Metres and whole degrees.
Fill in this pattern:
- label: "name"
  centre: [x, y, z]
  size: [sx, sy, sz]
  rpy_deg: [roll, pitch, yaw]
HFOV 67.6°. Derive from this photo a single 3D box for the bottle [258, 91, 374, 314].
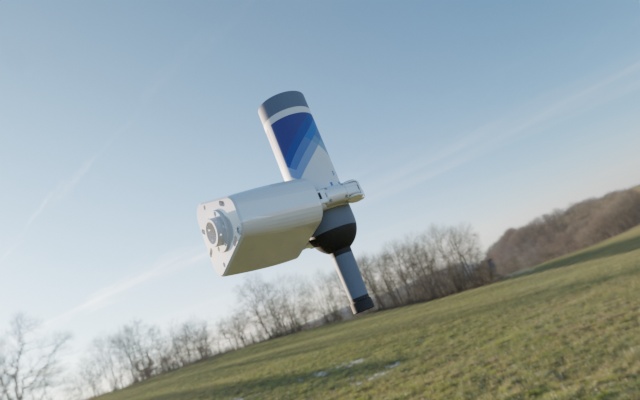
- label: "bottle"
  centre: [0.000, 0.002, 0.617]
  size: [0.069, 0.295, 0.069]
  rpy_deg: [-21, -12, -5]
